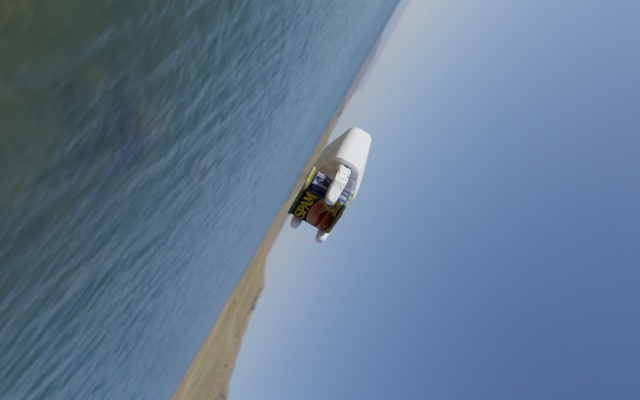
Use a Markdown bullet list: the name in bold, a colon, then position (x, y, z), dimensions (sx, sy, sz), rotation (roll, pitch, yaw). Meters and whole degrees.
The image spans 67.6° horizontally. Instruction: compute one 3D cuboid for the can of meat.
- **can of meat**: position (0.000, 0.003, 0.850), dimensions (0.084, 0.057, 0.102), rotation (29, -44, -4)
